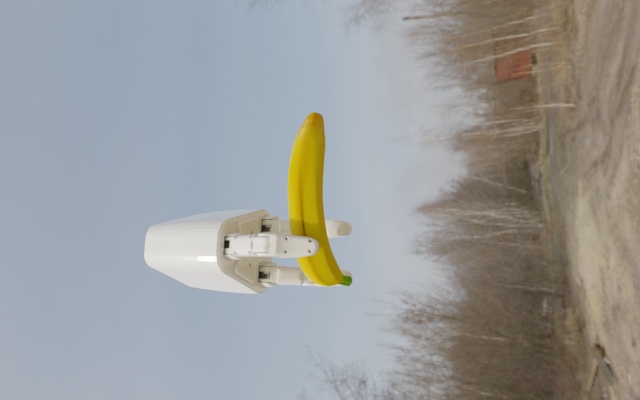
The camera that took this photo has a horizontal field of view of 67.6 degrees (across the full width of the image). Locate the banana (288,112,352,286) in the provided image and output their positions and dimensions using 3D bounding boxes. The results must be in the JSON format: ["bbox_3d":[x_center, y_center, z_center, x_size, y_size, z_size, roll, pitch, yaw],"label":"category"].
[{"bbox_3d":[-0.007,0.010,0.500,0.037,0.198,0.069,-2,15,26],"label":"banana"}]
